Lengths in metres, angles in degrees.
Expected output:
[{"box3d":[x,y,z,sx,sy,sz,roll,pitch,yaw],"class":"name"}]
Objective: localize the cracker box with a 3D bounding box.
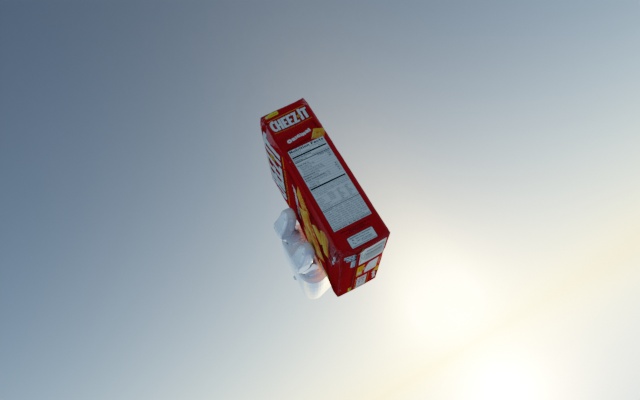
[{"box3d":[0.000,0.002,0.628,0.072,0.213,0.164,-26,-24,-12],"class":"cracker box"}]
